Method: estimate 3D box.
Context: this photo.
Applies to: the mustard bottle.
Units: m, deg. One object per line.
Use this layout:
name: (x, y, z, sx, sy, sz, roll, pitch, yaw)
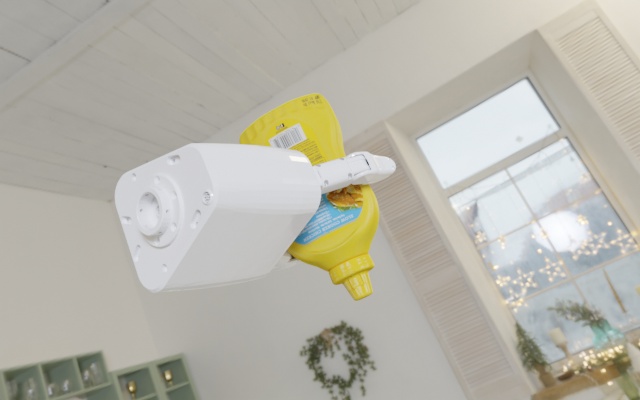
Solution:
mustard bottle: (0.000, 0.001, 0.445, 0.096, 0.191, 0.058, -27, -17, 7)
